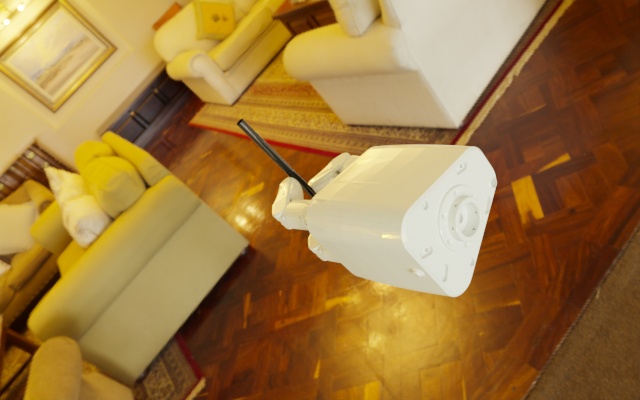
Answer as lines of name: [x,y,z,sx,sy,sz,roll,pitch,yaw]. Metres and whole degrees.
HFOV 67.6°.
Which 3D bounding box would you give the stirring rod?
stirring rod: [0.000,0.002,0.494,0.011,0.011,0.240,0,-37,50]
